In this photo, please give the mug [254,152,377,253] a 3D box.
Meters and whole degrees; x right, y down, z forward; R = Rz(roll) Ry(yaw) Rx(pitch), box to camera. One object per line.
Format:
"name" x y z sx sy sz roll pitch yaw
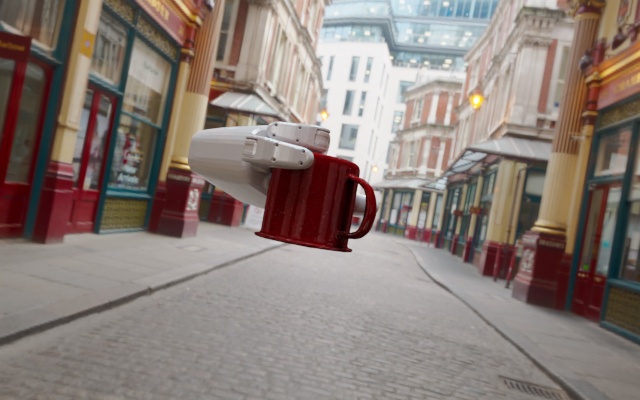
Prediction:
"mug" 0.001 0.001 0.438 0.117 0.081 0.093 9 -3 41
